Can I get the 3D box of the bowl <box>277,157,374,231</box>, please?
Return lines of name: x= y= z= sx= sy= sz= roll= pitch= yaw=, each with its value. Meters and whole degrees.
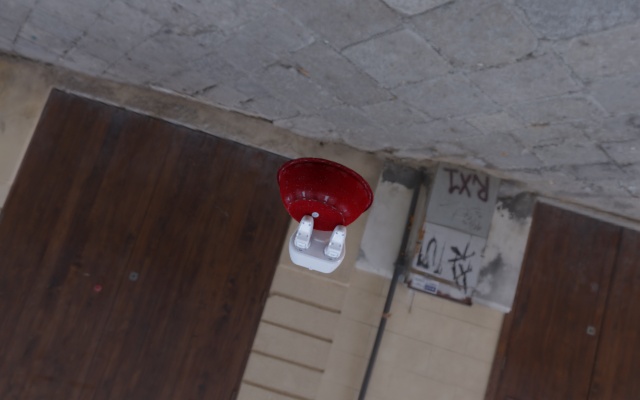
bowl: x=0.000 y=0.002 z=0.759 sx=0.162 sy=0.055 sz=0.162 roll=12 pitch=-32 yaw=8
